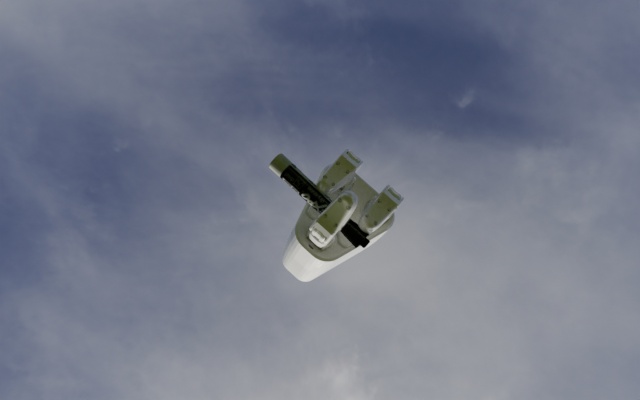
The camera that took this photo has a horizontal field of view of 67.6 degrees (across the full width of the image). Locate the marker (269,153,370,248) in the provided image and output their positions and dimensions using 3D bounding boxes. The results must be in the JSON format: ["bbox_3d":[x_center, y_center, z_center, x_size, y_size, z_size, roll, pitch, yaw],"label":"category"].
[{"bbox_3d":[0.000,0.001,0.458,0.121,0.020,0.020,43,5,5],"label":"marker"}]
